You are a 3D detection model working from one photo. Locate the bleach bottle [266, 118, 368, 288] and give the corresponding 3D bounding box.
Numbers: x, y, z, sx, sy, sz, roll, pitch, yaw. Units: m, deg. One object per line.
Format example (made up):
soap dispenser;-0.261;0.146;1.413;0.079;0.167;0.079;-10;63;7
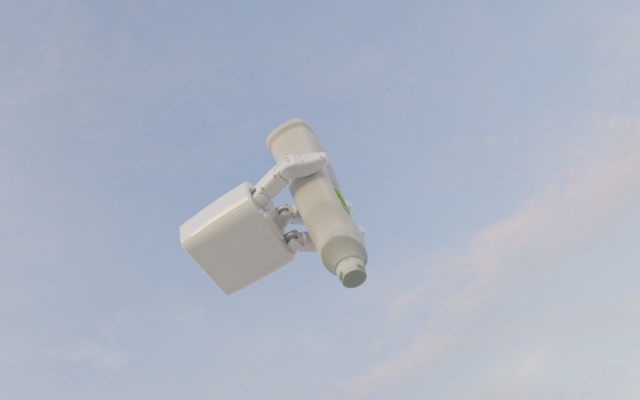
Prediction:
bleach bottle;0.000;0.002;0.596;0.068;0.250;0.103;-31;-49;8
